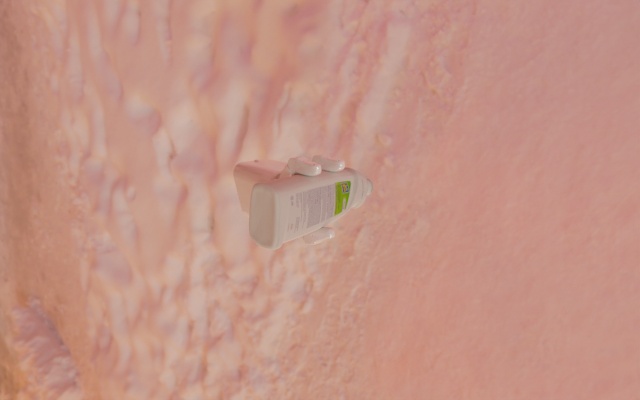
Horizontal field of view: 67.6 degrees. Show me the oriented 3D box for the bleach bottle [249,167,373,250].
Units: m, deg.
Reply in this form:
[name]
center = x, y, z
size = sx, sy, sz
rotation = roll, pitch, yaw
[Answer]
[bleach bottle]
center = 0.000, 0.002, 0.785
size = 0.068, 0.102, 0.251
rotation = 20, 22, 39
